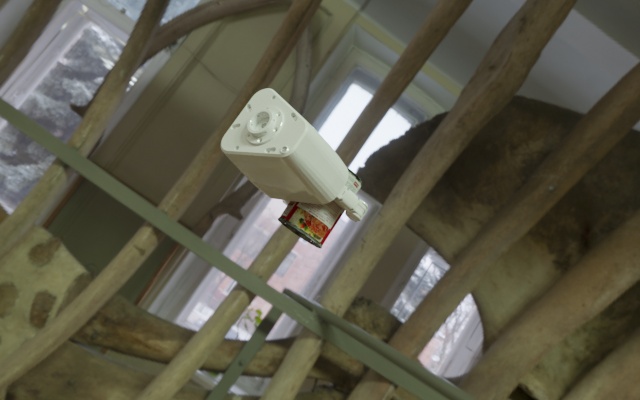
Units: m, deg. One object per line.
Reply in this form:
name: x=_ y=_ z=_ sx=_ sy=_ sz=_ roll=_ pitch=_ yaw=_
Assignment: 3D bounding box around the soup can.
soup can: x=0.001 y=0.002 z=0.627 sx=0.068 sy=0.102 sz=0.068 roll=33 pitch=-10 yaw=6
